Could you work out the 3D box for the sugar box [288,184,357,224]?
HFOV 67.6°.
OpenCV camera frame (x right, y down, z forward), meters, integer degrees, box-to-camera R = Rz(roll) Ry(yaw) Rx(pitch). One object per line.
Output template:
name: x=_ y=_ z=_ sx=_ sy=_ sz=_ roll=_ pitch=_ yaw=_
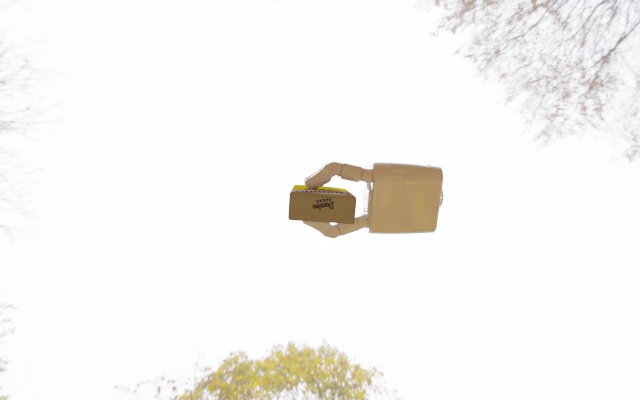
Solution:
sugar box: x=0.000 y=0.002 z=0.725 sx=0.093 sy=0.048 sz=0.176 roll=4 pitch=2 yaw=-3
